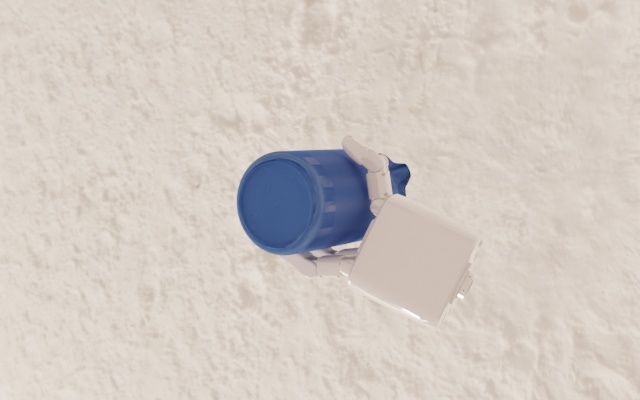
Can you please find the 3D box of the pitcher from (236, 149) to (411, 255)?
[{"bbox_3d":[0.000,0.002,0.593,0.145,0.149,0.243,25,14,24],"label":"pitcher"}]
